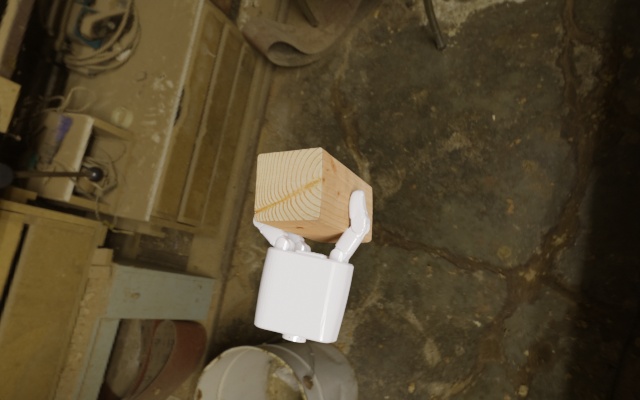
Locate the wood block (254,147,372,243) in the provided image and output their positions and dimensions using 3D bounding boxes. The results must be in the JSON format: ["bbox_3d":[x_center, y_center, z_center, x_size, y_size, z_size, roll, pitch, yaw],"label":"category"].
[{"bbox_3d":[0.000,0.003,0.670,0.091,0.090,0.206,-3,-13,22],"label":"wood block"}]
